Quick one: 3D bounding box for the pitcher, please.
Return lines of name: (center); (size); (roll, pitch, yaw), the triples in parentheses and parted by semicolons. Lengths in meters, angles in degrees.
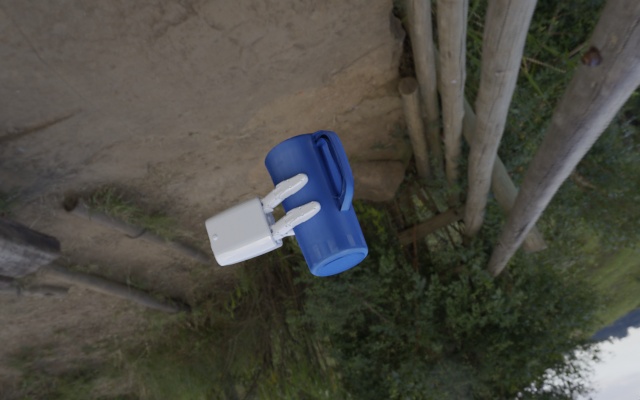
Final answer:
pitcher: (0.000, 0.003, 0.865); (0.145, 0.242, 0.149); (-22, -22, 0)
